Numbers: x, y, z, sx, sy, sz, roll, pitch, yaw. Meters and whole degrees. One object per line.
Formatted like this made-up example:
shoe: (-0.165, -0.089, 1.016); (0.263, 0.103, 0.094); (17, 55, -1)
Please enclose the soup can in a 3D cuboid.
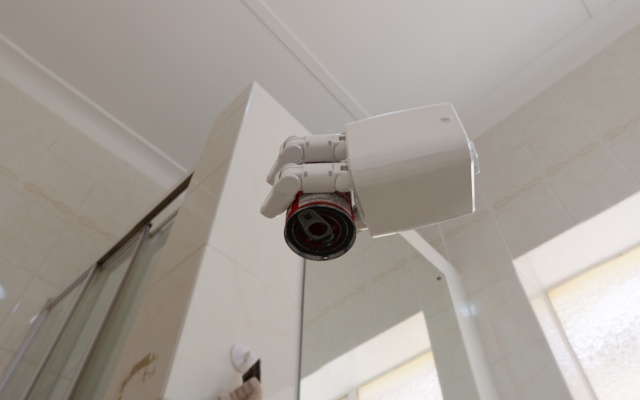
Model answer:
soup can: (0.000, 0.002, 0.483); (0.068, 0.069, 0.102); (0, 37, 1)
